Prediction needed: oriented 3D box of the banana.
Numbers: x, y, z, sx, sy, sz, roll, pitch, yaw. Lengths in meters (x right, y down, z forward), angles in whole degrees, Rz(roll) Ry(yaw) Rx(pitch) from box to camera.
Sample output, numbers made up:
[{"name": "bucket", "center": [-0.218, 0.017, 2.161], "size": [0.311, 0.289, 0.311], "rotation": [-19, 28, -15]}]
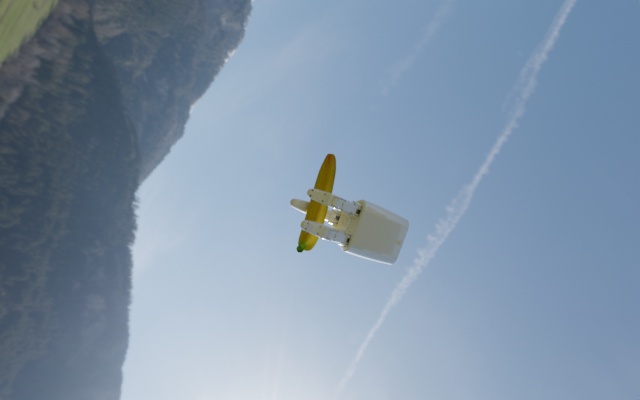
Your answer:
[{"name": "banana", "center": [-0.004, 0.012, 0.868], "size": [0.037, 0.197, 0.070], "rotation": [17, -21, -3]}]
